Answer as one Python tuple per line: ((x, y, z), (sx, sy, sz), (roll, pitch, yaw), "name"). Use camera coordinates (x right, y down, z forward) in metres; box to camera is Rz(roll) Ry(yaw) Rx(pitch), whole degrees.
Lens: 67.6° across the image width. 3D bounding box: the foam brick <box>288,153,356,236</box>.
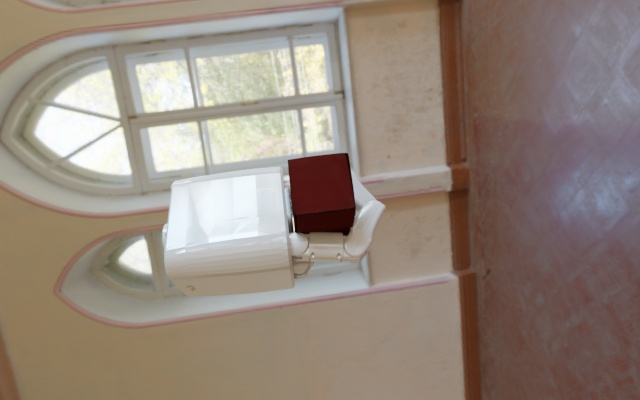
((0.000, 0.001, 0.418), (0.051, 0.053, 0.078), (-5, -24, -3), "foam brick")
